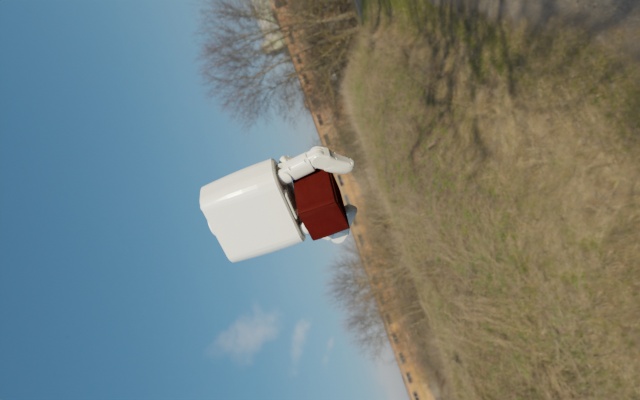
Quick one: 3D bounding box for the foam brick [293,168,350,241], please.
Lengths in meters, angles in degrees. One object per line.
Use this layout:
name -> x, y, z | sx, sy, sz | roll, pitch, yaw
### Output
foam brick -> 0.000, 0.002, 0.609 | 0.051, 0.053, 0.078 | -20, 41, 7
